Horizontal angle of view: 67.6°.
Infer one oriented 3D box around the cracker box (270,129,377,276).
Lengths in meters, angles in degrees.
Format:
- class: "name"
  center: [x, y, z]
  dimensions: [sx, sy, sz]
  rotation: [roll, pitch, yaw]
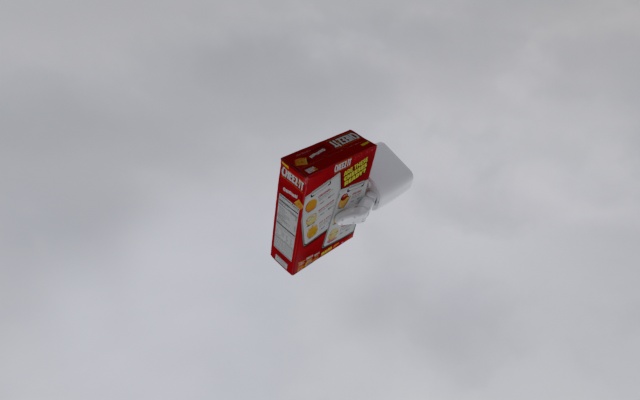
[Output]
- class: "cracker box"
  center: [0.000, 0.003, 0.817]
  dimensions: [0.072, 0.214, 0.164]
  rotation: [36, 45, 29]
